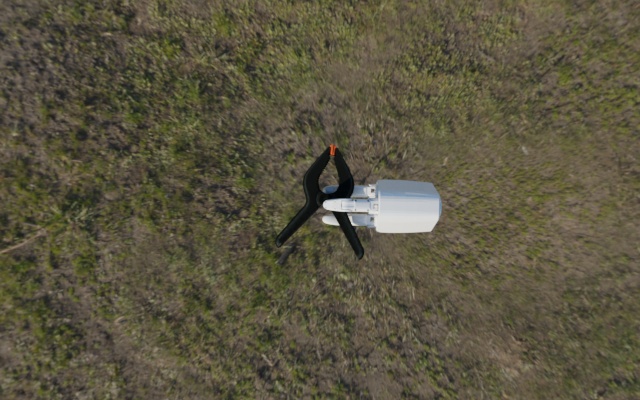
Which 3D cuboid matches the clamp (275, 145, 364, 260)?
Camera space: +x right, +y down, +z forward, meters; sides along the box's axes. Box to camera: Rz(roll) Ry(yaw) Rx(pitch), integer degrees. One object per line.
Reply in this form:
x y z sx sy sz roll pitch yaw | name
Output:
0.000 0.002 0.879 0.164 0.210 0.036 1 0 2 | clamp
